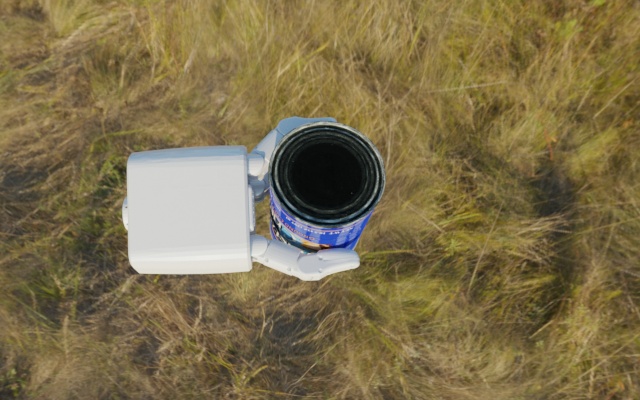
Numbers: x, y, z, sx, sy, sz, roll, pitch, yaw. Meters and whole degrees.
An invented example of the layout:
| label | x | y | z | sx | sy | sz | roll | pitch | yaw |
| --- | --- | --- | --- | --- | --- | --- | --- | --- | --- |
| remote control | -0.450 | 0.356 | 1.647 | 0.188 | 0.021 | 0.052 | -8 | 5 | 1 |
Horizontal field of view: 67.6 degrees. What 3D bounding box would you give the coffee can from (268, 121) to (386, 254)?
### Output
| label | x | y | z | sx | sy | sz | roll | pitch | yaw |
| --- | --- | --- | --- | --- | --- | --- | --- | --- | --- |
| coffee can | 0.000 | 0.002 | 0.475 | 0.103 | 0.102 | 0.140 | 0 | -22 | -5 |
